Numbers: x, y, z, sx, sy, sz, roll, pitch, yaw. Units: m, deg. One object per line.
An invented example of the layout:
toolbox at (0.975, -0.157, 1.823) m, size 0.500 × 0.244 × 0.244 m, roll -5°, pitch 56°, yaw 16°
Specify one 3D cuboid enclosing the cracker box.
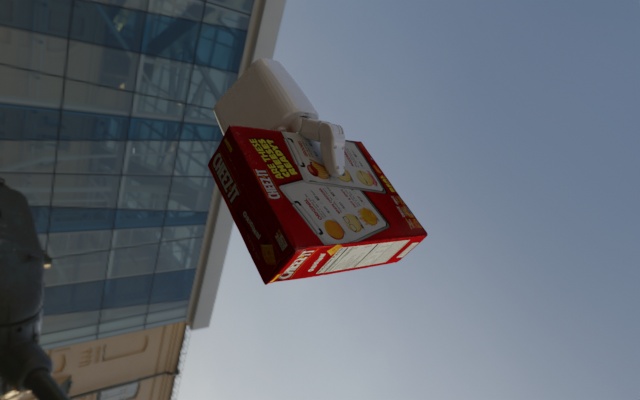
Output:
cracker box at (0.000, 0.002, 0.552) m, size 0.214 × 0.164 × 0.072 m, roll -1°, pitch -40°, yaw -44°
